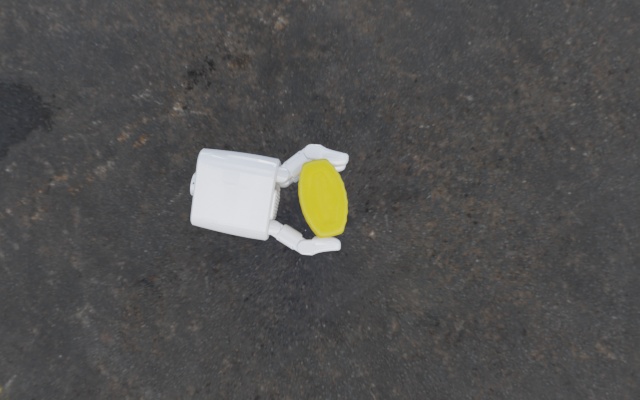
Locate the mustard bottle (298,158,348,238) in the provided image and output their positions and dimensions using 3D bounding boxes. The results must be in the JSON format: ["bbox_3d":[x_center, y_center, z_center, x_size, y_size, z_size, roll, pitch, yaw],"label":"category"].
[{"bbox_3d":[0.000,0.002,0.667,0.058,0.096,0.191,-14,-3,-3],"label":"mustard bottle"}]
